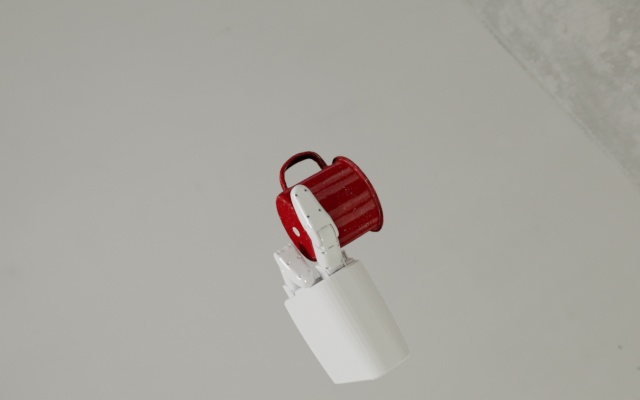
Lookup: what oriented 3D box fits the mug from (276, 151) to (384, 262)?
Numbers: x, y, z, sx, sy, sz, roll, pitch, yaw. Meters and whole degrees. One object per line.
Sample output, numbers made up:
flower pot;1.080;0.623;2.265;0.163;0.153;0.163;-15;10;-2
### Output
mug;-0.001;0.001;0.505;0.081;0.117;0.093;-29;-7;-18
